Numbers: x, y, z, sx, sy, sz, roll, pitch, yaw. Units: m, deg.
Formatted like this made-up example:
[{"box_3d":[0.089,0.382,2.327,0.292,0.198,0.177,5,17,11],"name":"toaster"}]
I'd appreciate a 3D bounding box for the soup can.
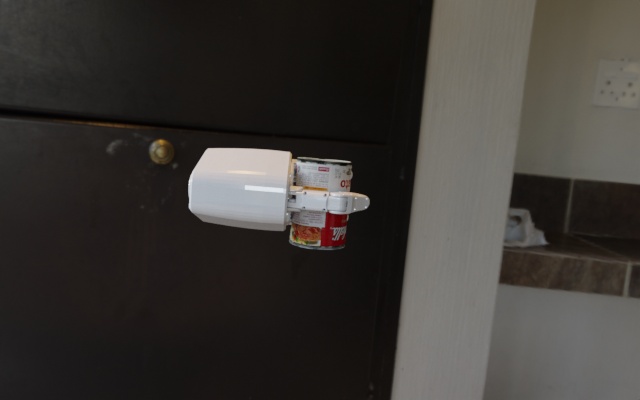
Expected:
[{"box_3d":[0.001,0.002,0.571,0.068,0.102,0.068,5,7,-1],"name":"soup can"}]
